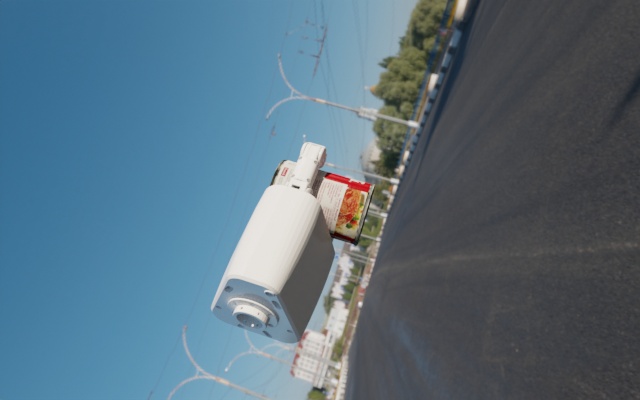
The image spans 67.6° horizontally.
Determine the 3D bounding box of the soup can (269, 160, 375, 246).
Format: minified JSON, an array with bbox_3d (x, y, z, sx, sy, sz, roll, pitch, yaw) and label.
[{"bbox_3d":[0.000,0.001,0.511,0.102,0.068,0.068,16,2,7],"label":"soup can"}]
